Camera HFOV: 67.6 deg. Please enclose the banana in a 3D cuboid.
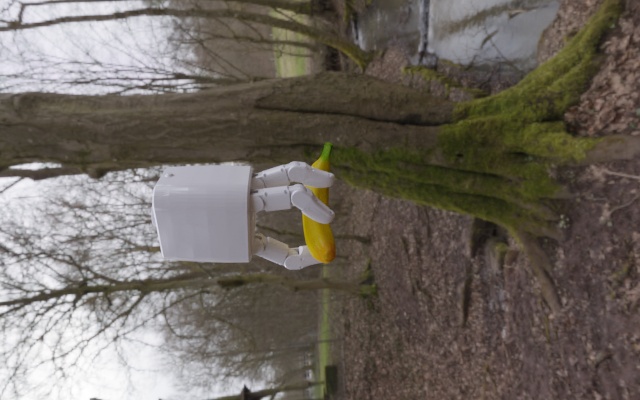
[{"bbox_3d":[-0.003,0.012,0.618,0.037,0.197,0.070,5,-42,-8],"label":"banana"}]
